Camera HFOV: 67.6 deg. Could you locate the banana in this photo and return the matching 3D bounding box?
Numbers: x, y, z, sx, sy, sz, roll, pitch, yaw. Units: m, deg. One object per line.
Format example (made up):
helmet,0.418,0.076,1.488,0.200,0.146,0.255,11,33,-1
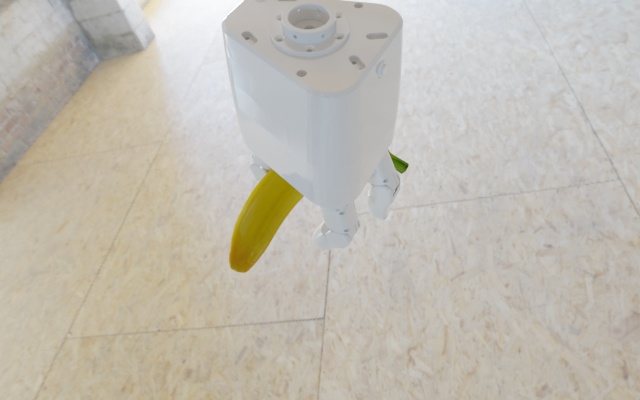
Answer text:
banana,-0.008,-0.015,0.421,0.197,0.069,0.037,-31,-13,-23
